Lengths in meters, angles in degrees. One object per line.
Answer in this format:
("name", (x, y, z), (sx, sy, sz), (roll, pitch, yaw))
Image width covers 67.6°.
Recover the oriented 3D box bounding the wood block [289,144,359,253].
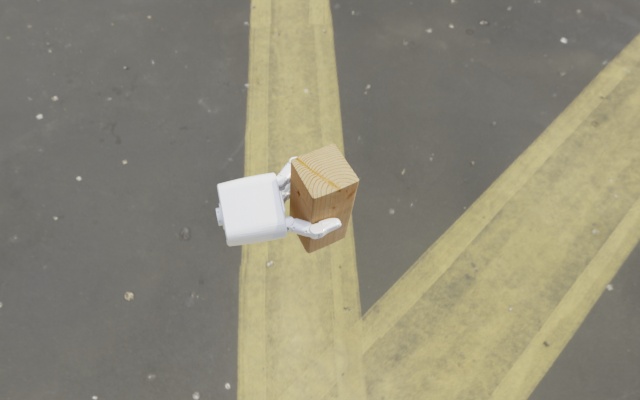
("wood block", (0.000, 0.003, 0.893), (0.090, 0.090, 0.206), (-22, -27, -17))
